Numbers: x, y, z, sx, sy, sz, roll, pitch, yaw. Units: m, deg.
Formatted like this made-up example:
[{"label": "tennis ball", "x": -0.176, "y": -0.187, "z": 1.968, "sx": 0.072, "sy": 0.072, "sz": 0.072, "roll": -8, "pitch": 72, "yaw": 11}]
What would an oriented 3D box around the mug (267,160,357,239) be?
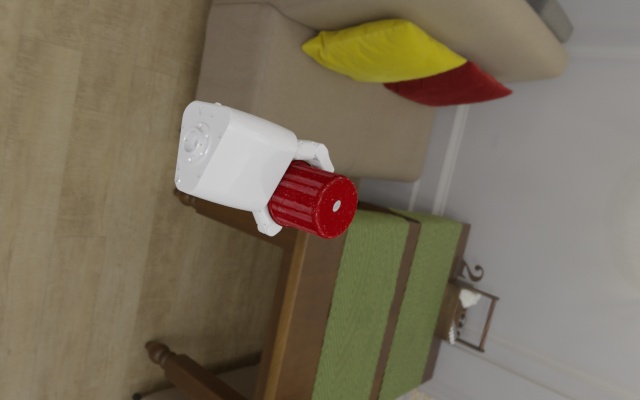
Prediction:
[{"label": "mug", "x": 0.001, "y": 0.002, "z": 0.621, "sx": 0.081, "sy": 0.093, "sz": 0.117, "roll": 18, "pitch": 3, "yaw": 40}]
